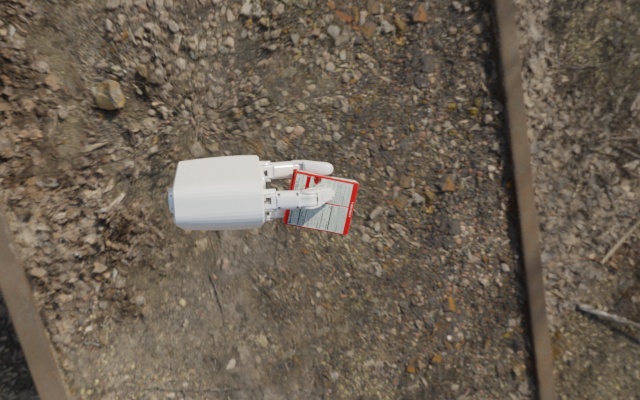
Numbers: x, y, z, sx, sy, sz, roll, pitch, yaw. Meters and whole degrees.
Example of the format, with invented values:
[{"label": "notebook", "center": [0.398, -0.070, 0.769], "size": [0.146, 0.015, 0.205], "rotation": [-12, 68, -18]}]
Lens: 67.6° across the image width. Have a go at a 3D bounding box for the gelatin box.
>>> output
[{"label": "gelatin box", "center": [0.000, 0.002, 0.639], "size": [0.089, 0.073, 0.030], "rotation": [11, 8, -8]}]
